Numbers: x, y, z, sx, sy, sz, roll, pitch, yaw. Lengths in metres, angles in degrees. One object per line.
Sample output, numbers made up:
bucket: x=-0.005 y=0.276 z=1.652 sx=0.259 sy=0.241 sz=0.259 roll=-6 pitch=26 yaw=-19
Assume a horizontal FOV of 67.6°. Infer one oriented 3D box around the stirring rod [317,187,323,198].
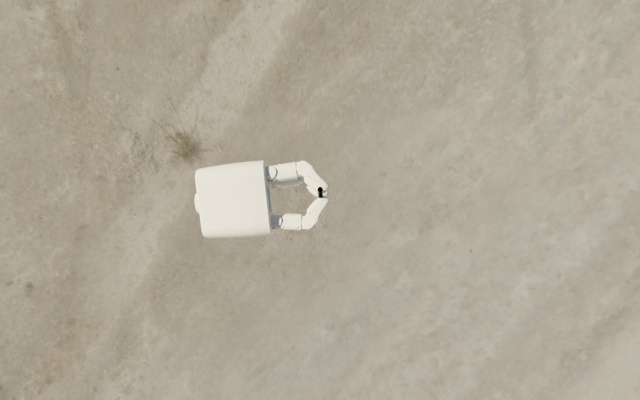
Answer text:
stirring rod: x=0.000 y=0.003 z=0.799 sx=0.011 sy=0.011 sz=0.239 roll=0 pitch=-9 yaw=0
